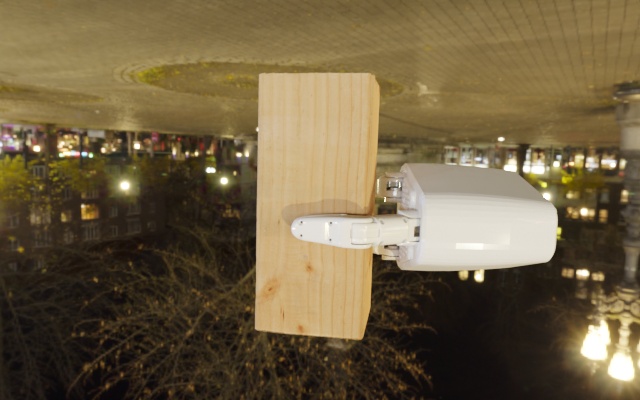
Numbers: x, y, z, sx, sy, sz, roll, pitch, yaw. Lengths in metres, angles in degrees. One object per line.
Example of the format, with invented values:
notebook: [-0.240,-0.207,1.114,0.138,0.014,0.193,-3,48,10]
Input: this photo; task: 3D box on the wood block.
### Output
wood block: [0.000,0.002,0.412,0.090,0.206,0.091,3,6,10]
